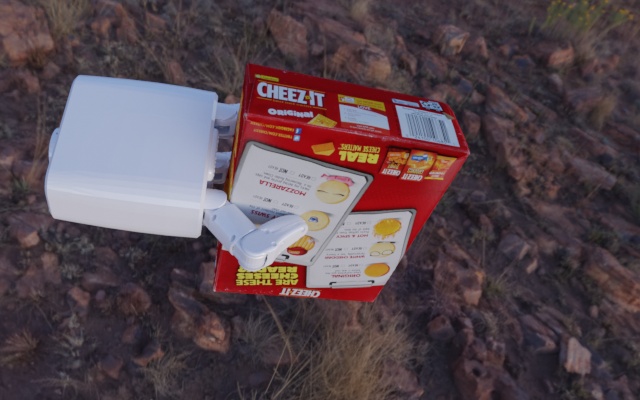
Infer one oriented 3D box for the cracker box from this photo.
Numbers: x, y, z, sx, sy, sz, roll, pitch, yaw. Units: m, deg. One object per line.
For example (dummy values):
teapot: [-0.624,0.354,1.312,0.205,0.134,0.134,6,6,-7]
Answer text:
cracker box: [0.000,0.001,0.414,0.164,0.072,0.214,7,-43,-13]
